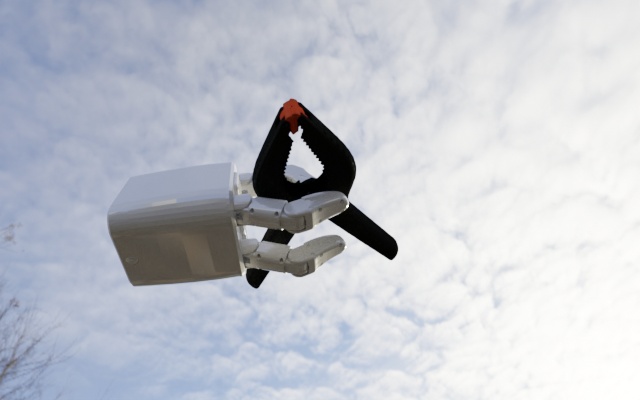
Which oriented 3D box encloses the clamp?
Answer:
[{"bbox_3d":[0.000,0.001,0.457,0.164,0.210,0.036,-7,40,-7],"label":"clamp"}]
